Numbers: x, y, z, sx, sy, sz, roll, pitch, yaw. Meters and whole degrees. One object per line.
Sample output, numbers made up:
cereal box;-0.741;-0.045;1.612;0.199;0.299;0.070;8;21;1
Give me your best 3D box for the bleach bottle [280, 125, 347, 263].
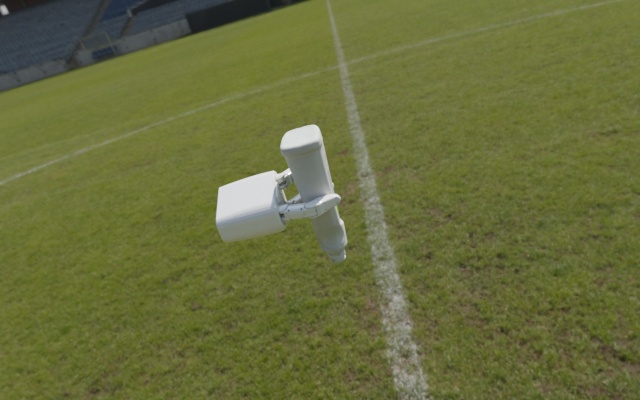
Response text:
bleach bottle;0.000;0.003;0.827;0.068;0.251;0.102;-14;25;6
